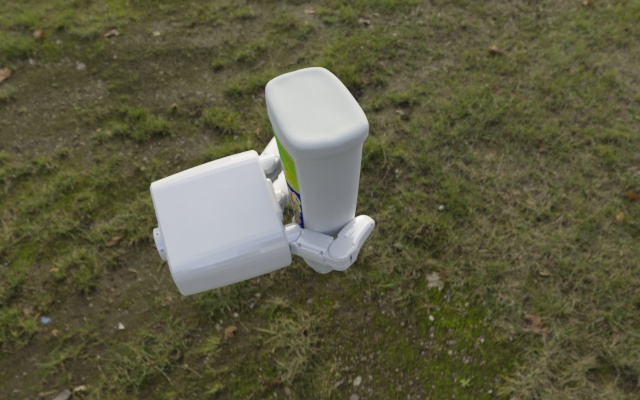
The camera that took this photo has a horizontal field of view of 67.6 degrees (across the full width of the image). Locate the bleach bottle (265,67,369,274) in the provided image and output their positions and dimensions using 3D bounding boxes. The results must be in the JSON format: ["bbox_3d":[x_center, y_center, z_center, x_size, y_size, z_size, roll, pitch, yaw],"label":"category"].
[{"bbox_3d":[0.000,0.001,0.473,0.068,0.102,0.251,-18,-39,-11],"label":"bleach bottle"}]
